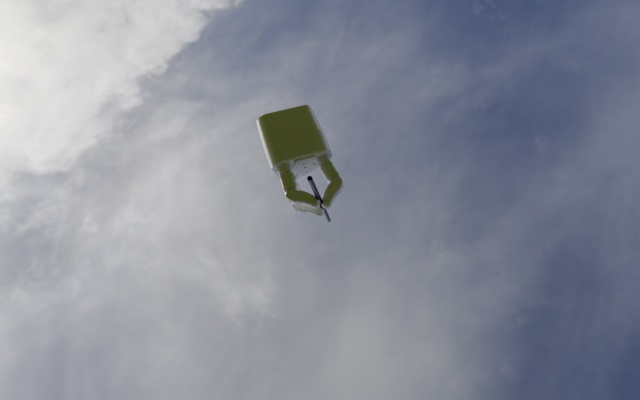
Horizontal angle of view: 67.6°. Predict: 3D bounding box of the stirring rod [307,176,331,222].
[{"bbox_3d":[0.000,0.003,0.831,0.011,0.011,0.240,0,-17,8],"label":"stirring rod"}]
